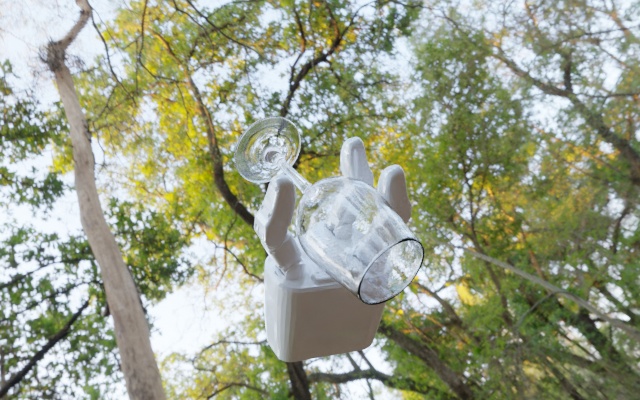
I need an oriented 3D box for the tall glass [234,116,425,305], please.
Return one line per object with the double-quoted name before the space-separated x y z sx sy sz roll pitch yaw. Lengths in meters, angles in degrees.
"tall glass" 0.000 0.001 0.415 0.079 0.079 0.201 0 31 -38
